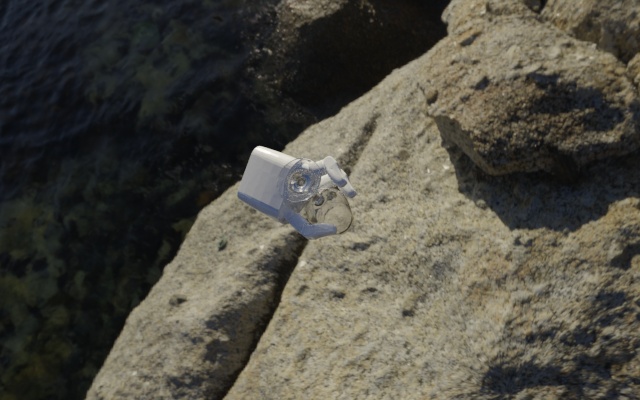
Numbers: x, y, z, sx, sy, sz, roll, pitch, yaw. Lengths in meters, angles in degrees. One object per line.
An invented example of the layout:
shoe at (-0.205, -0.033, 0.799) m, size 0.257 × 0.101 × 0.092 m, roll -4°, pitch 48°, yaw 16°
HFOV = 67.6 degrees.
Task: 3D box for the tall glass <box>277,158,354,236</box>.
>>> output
tall glass at (0.000, 0.003, 0.819) m, size 0.079 × 0.079 × 0.201 m, roll 0°, pitch -21°, yaw 22°
